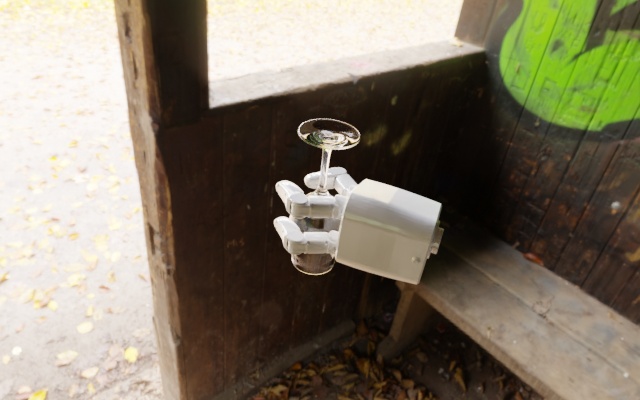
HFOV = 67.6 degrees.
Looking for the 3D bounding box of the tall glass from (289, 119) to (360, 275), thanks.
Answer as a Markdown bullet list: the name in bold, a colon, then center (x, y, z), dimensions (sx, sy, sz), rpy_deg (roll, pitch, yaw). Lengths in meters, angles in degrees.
- **tall glass**: center (0.000, 0.001, 0.615), dimensions (0.079, 0.201, 0.079), rpy_deg (5, 35, -4)
